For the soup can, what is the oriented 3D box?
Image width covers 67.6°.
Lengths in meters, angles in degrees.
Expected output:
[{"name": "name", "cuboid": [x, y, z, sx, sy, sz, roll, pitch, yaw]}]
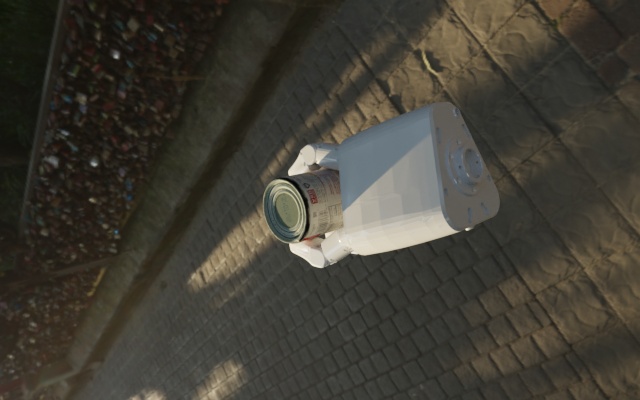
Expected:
[{"name": "soup can", "cuboid": [0.000, 0.002, 0.498, 0.102, 0.068, 0.068, -15, 10, -44]}]
